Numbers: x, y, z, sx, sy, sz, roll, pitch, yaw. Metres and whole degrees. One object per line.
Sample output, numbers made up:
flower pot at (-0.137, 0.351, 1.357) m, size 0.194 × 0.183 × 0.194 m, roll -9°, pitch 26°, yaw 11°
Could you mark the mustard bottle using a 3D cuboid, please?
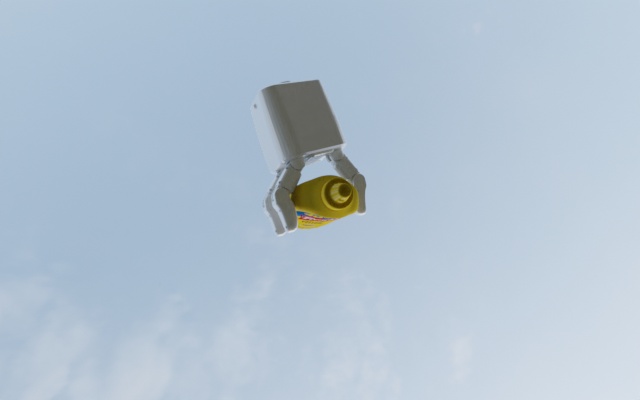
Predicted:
mustard bottle at (0.000, 0.003, 0.672) m, size 0.096 × 0.058 × 0.191 m, roll 6°, pitch -11°, yaw -17°
